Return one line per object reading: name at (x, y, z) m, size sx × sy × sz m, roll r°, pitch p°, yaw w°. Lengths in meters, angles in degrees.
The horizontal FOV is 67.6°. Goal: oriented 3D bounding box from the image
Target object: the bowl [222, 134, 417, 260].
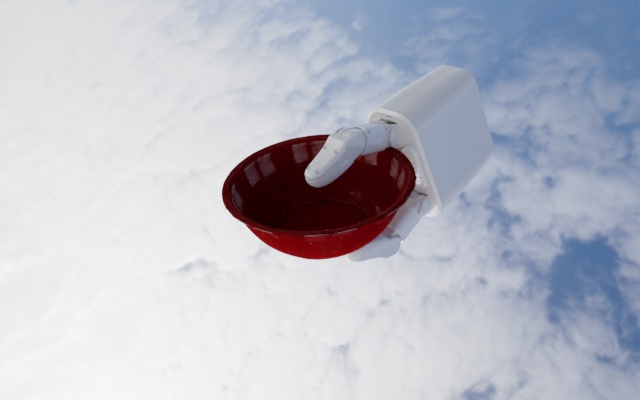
bowl at (-0.001, 0.002, 0.413) m, size 0.162 × 0.055 × 0.162 m, roll -4°, pitch 33°, yaw 3°
